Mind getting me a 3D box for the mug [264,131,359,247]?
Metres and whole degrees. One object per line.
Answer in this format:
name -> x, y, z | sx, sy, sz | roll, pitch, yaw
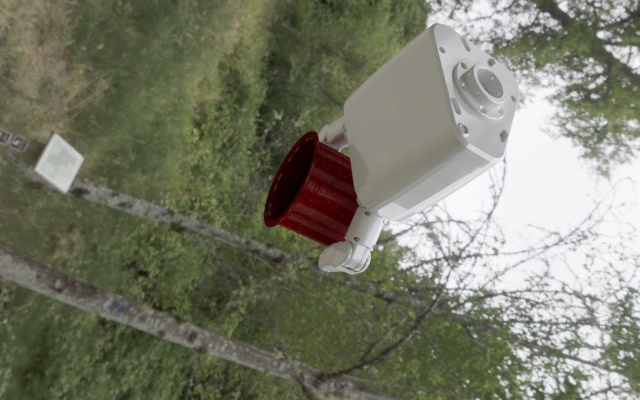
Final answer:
mug -> -0.001, 0.002, 0.442 | 0.081, 0.093, 0.117 | 26, -34, -21
